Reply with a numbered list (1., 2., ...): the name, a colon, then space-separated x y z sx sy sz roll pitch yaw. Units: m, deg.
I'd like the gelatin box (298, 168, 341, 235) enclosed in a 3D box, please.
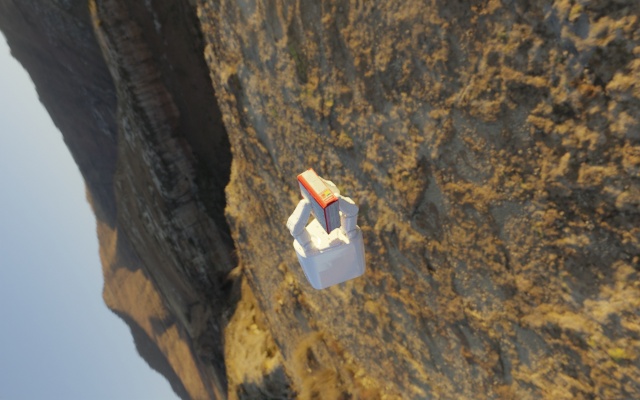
1. gelatin box: 0.000 0.003 0.754 0.030 0.073 0.089 -32 -30 -13
